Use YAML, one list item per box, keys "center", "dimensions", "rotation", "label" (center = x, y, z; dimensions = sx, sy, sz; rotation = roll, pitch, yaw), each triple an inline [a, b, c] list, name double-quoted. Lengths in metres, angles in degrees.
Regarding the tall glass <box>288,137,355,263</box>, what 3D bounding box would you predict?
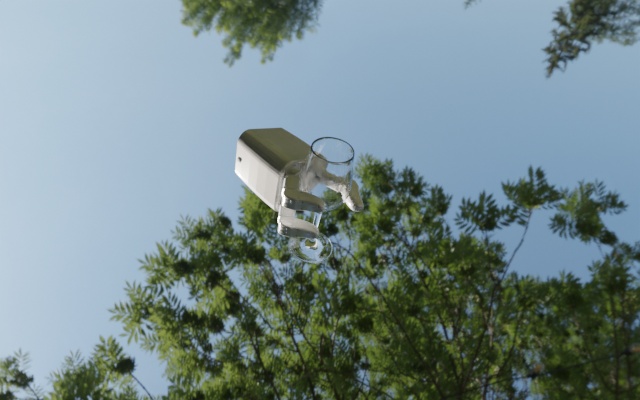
- center: [0.000, 0.003, 0.727]
  dimensions: [0.079, 0.201, 0.079]
  rotation: [8, 41, -7]
  label: "tall glass"
